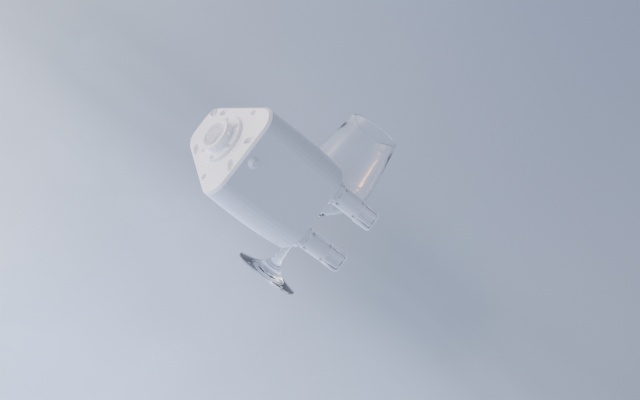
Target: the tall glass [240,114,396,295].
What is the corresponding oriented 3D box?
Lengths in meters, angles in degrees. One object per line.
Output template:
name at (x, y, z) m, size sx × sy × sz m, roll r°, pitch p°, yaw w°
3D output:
tall glass at (0.000, 0.002, 0.530) m, size 0.079 × 0.201 × 0.079 m, roll 37°, pitch -2°, yaw 1°
